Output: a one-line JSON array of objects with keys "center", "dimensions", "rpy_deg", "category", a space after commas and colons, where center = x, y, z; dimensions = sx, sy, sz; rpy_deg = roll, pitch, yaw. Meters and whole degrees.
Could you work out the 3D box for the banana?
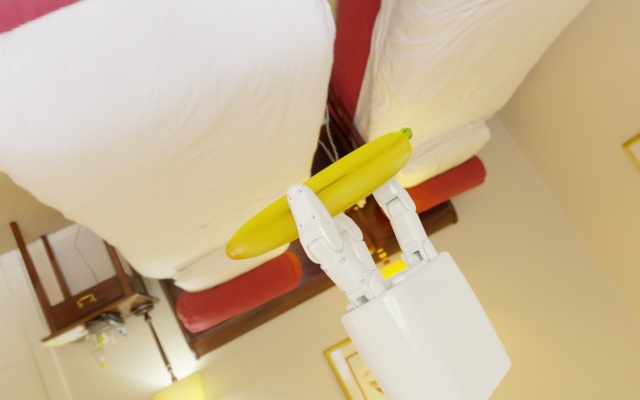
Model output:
[{"center": [0.002, -0.002, 0.396], "dimensions": [0.198, 0.037, 0.069], "rpy_deg": [-32, -4, 0], "category": "banana"}]
